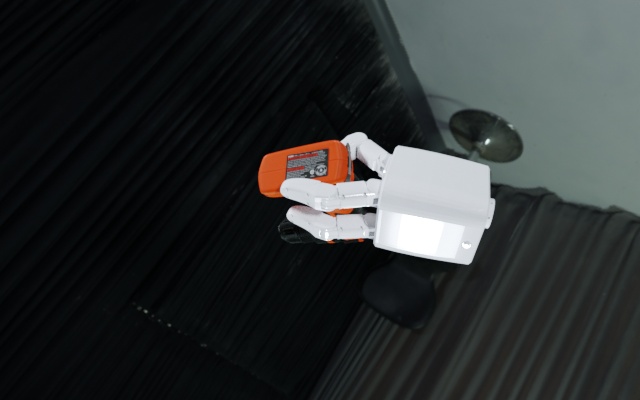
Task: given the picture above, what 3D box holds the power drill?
[{"bbox_3d":[0.000,0.002,0.597,0.184,0.057,0.188,-11,-27,21],"label":"power drill"}]
